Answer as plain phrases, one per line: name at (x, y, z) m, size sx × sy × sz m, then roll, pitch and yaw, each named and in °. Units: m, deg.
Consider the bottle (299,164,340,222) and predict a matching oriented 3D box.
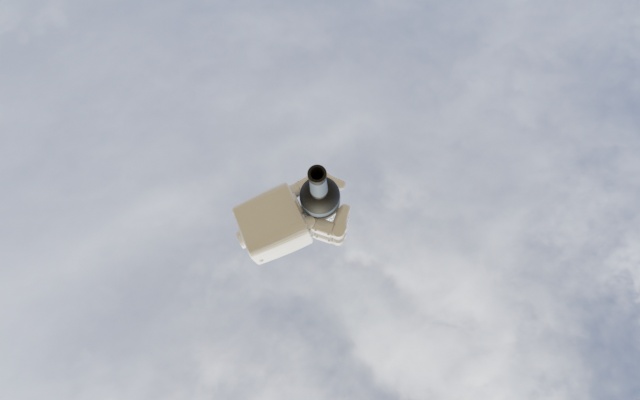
bottle at (0.000, 0.003, 0.809) m, size 0.069 × 0.069 × 0.296 m, roll 0°, pitch -16°, yaw 2°
